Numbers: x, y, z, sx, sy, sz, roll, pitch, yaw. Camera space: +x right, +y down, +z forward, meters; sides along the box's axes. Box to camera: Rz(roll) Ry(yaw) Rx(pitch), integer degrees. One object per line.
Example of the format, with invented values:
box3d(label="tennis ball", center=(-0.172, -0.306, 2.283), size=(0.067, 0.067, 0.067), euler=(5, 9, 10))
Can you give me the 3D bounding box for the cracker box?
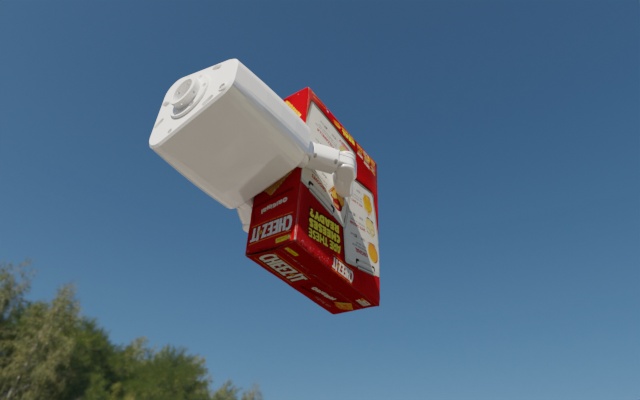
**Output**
box3d(label="cracker box", center=(0.000, 0.002, 0.559), size=(0.072, 0.213, 0.164), euler=(-20, -43, 29))
